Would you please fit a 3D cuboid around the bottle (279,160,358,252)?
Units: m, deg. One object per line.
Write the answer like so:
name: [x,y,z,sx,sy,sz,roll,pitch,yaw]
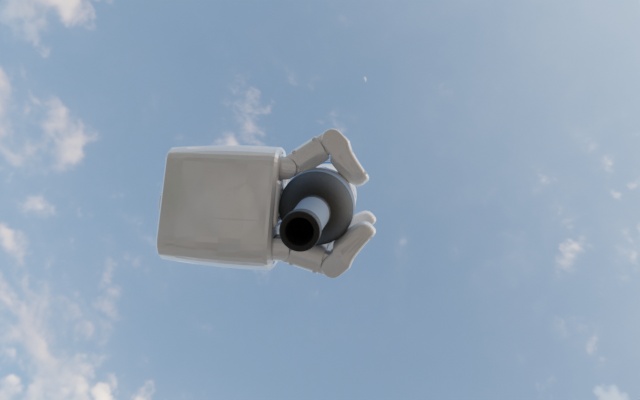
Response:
bottle: [0.000,0.001,0.457,0.069,0.069,0.295,0,7,5]
